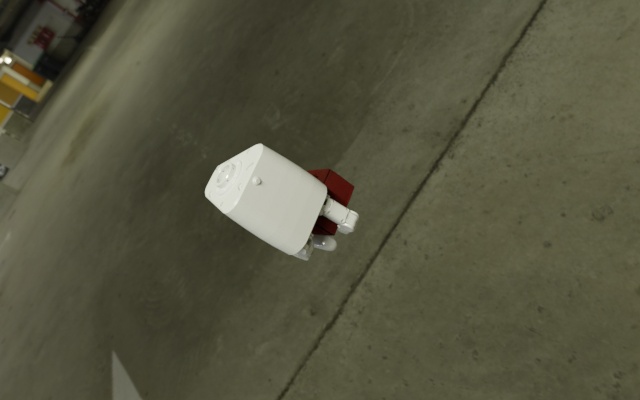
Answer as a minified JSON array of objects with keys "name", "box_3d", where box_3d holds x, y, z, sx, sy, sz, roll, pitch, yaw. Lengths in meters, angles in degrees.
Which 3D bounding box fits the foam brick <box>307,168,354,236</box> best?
[{"name":"foam brick","box_3d":[0.000,0.002,0.645,0.051,0.078,0.053,34,-20,-31]}]
